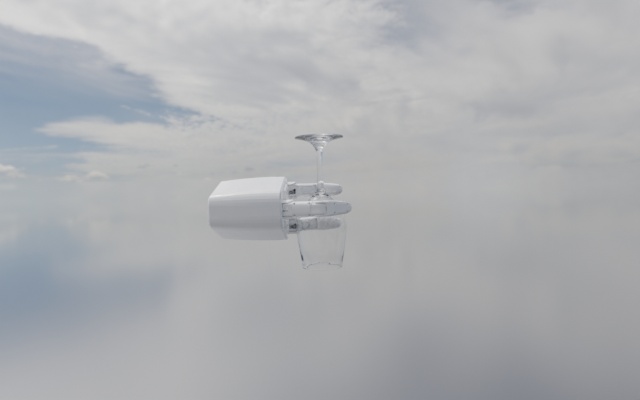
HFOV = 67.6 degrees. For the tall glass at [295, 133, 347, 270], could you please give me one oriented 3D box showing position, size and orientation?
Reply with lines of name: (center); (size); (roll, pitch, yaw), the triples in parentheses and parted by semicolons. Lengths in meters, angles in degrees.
tall glass: (0.000, 0.002, 0.729); (0.079, 0.201, 0.079); (-2, 1, 0)
